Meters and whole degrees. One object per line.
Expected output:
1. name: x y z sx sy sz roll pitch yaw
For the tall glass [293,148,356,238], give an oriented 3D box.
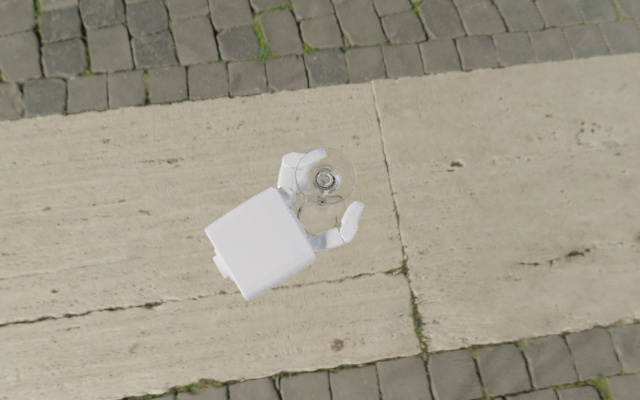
1. tall glass: 0.000 0.002 0.669 0.079 0.079 0.201 0 -19 -3
